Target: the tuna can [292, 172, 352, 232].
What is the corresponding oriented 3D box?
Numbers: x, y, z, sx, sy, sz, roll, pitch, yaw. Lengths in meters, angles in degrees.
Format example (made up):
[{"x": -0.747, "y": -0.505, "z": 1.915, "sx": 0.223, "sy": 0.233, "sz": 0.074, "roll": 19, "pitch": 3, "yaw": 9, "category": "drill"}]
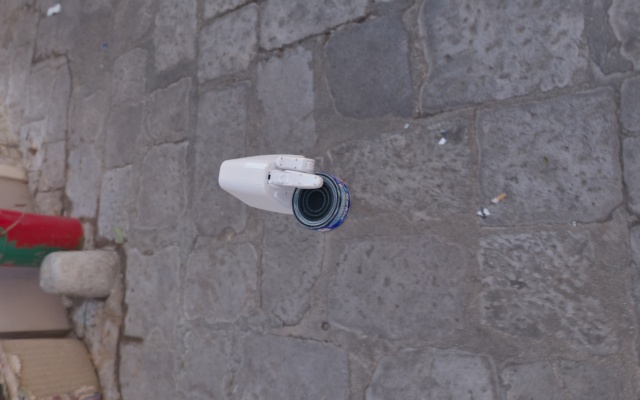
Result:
[{"x": 0.000, "y": 0.002, "z": 0.700, "sx": 0.086, "sy": 0.086, "sz": 0.034, "roll": 0, "pitch": -9, "yaw": 32, "category": "tuna can"}]
